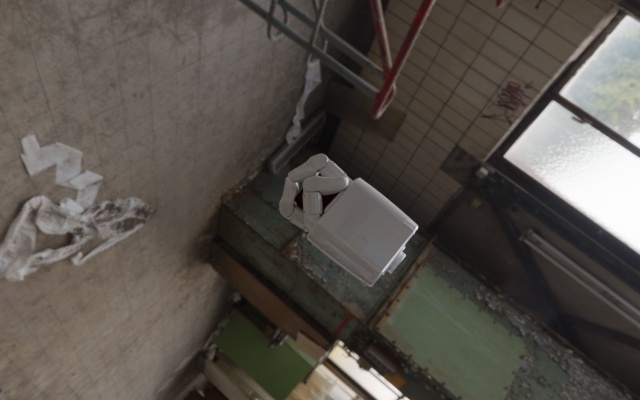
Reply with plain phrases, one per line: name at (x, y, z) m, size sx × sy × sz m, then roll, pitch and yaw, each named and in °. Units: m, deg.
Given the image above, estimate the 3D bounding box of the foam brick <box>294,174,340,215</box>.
foam brick at (0.000, 0.002, 0.706) m, size 0.051 × 0.053 × 0.078 m, roll 38°, pitch -5°, yaw 10°
